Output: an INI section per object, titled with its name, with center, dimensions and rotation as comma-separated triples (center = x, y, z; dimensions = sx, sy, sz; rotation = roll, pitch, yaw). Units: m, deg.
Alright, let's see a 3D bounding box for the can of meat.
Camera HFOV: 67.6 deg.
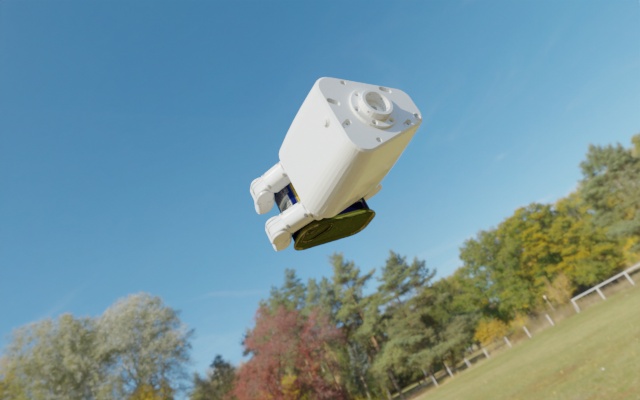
[can of meat]
center = 0.000, 0.002, 0.564
dimensions = 0.102, 0.084, 0.057
rotation = -14, -27, -29
